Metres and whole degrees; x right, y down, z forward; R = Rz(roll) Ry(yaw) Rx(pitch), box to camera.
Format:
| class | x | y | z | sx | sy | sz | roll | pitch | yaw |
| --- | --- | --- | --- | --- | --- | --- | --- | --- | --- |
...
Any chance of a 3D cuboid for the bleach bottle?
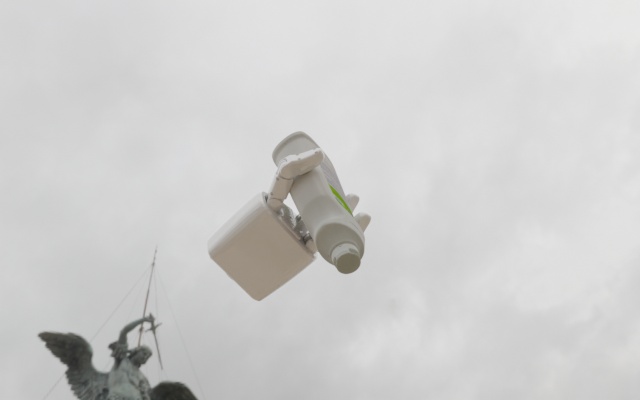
| class | x | y | z | sx | sy | sz | roll | pitch | yaw |
| --- | --- | --- | --- | --- | --- | --- | --- | --- | --- |
| bleach bottle | 0.000 | 0.002 | 0.620 | 0.103 | 0.068 | 0.250 | 45 | 12 | -30 |
